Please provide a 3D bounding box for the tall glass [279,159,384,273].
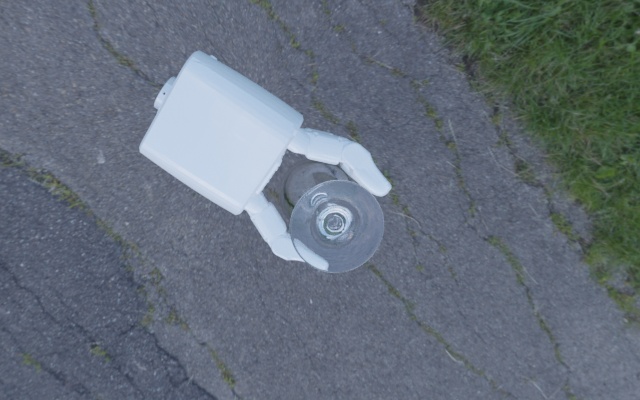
[{"bbox_3d":[0.000,0.002,0.465,0.079,0.079,0.201,0,11,-7],"label":"tall glass"}]
